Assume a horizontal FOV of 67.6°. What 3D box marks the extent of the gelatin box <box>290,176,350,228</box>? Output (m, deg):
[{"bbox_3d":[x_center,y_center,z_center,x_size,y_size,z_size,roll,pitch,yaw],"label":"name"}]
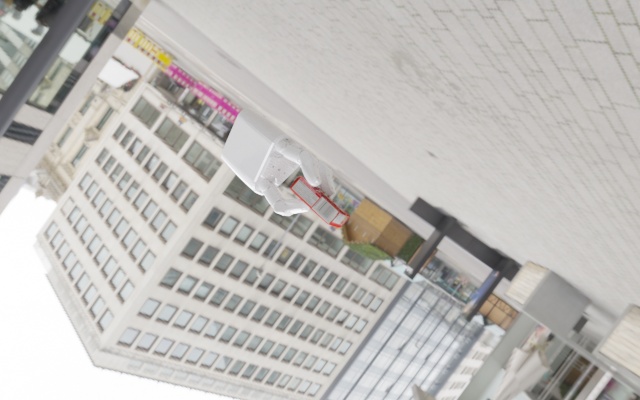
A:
[{"bbox_3d":[0.000,0.003,0.760,0.089,0.030,0.073,43,5,17],"label":"gelatin box"}]
